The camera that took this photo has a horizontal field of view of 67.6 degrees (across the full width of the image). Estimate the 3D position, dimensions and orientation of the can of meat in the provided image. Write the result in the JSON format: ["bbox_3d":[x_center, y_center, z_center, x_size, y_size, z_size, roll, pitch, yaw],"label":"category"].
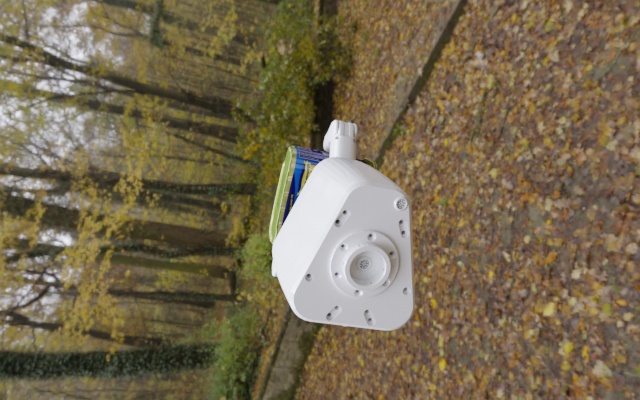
[{"bbox_3d":[0.000,0.001,0.471,0.084,0.102,0.057,10,13,-12],"label":"can of meat"}]
